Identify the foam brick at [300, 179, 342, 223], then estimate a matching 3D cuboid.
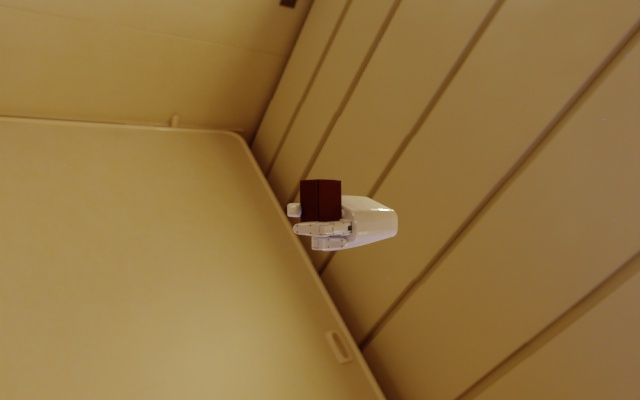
[{"bbox_3d":[0.000,0.002,0.809,0.051,0.078,0.053,-3,4,-36],"label":"foam brick"}]
